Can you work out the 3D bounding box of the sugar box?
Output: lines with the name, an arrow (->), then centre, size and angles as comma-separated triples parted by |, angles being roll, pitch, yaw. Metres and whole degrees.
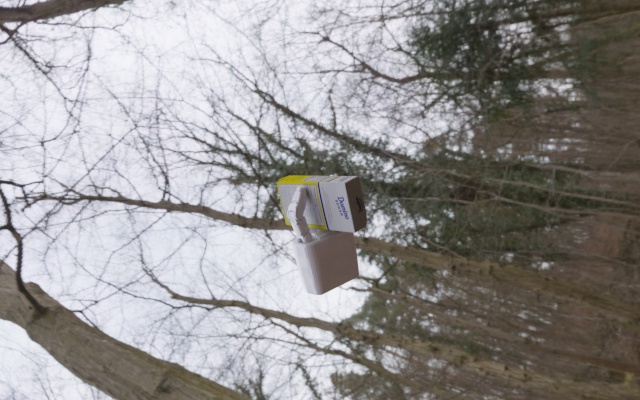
sugar box -> 0.000, 0.003, 0.870 | 0.176, 0.093, 0.048 | 3, 22, 42
